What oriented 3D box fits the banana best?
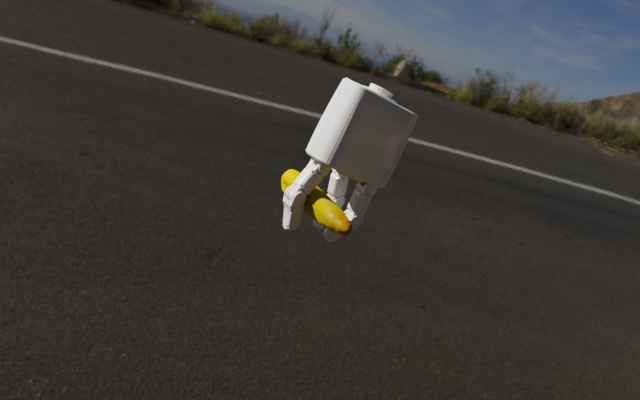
[{"bbox_3d":[-0.016,-0.007,0.657,0.070,0.037,0.197,30,6,-25],"label":"banana"}]
